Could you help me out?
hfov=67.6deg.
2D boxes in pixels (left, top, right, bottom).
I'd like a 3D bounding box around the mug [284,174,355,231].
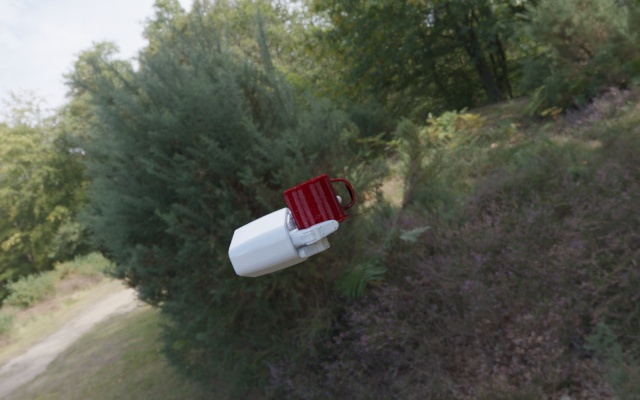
[{"bbox_3d":[0.001,0.002,0.800,0.117,0.081,0.093,-23,3,5],"label":"mug"}]
